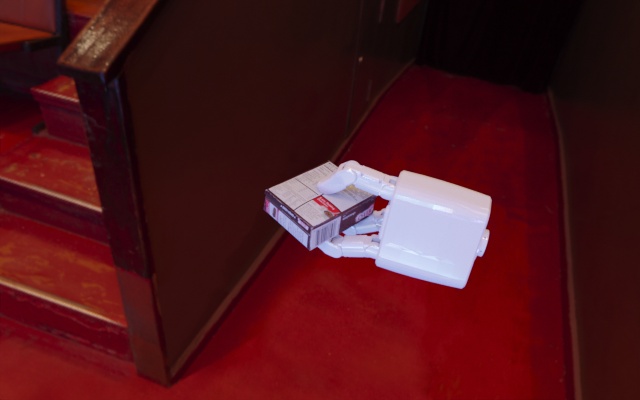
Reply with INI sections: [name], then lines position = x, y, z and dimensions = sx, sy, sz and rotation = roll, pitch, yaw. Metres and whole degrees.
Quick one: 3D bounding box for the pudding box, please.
[pudding box]
position = 0.000, 0.002, 0.598
dimensions = 0.113, 0.039, 0.090
rotation = -26, 49, -36
